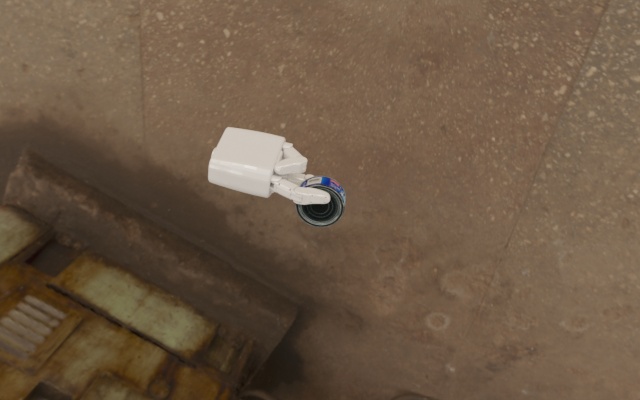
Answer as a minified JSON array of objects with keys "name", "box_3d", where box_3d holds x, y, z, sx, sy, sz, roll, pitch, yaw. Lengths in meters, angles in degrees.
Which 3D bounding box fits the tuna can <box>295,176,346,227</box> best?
[{"name":"tuna can","box_3d":[0.000,0.003,0.817,0.086,0.086,0.033,0,30,7]}]
